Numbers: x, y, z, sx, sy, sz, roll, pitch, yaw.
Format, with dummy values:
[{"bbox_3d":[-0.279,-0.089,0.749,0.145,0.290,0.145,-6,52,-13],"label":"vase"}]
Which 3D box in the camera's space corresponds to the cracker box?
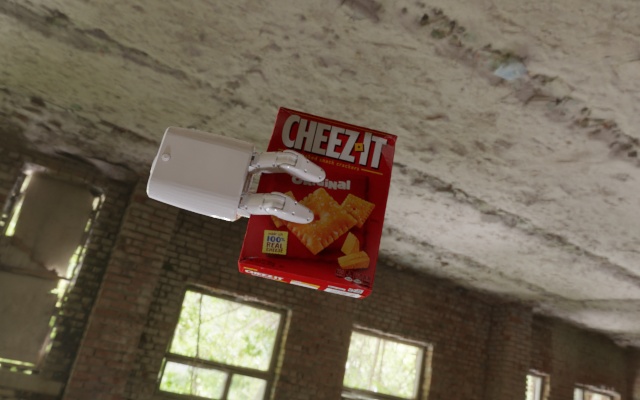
[{"bbox_3d":[0.000,0.002,0.613,0.164,0.213,0.072,13,-19,-4],"label":"cracker box"}]
